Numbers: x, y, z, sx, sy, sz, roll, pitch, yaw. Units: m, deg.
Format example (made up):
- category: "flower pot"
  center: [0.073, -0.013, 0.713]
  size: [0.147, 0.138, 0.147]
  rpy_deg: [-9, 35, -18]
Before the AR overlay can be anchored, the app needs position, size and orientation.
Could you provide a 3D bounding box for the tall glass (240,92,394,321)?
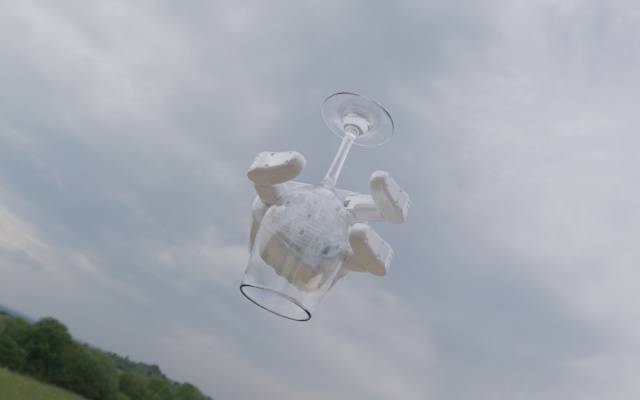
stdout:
- category: "tall glass"
  center: [0.000, 0.001, 0.423]
  size: [0.079, 0.201, 0.079]
  rpy_deg: [19, -28, 11]
